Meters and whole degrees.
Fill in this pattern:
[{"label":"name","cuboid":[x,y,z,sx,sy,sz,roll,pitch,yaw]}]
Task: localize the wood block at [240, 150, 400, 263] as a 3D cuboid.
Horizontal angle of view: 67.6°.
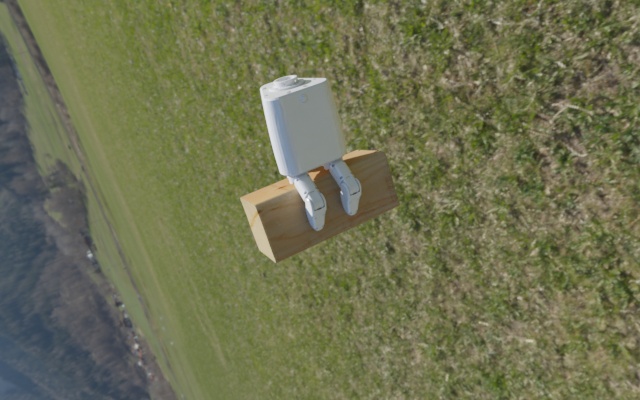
[{"label":"wood block","cuboid":[0.000,0.002,0.708,0.206,0.090,0.091,-23,15,-18]}]
